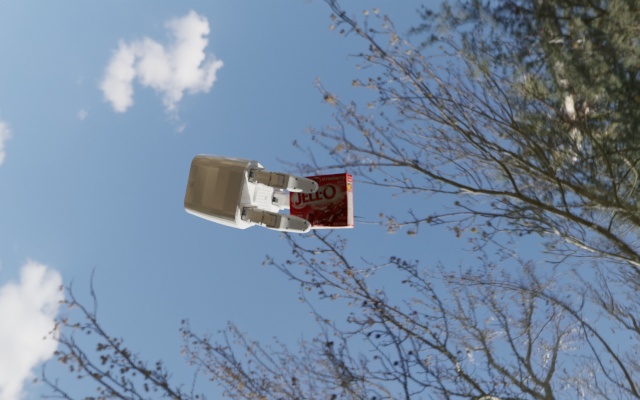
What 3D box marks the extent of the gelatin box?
[{"bbox_3d":[0.001,0.002,0.661,0.089,0.073,0.030,-3,-6,22],"label":"gelatin box"}]
